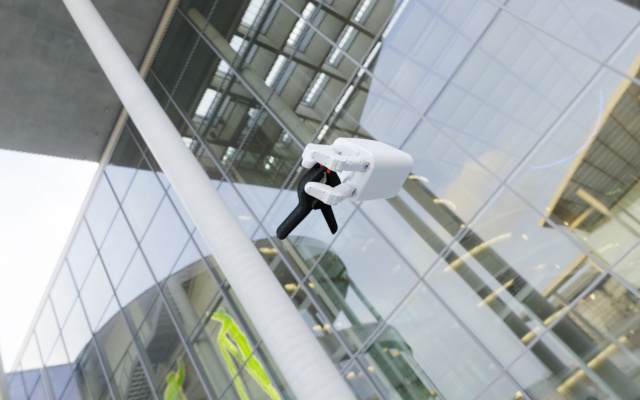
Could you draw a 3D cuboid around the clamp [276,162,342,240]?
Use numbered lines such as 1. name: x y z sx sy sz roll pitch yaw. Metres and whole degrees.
1. clamp: 0.000 0.002 0.838 0.120 0.171 0.039 0 40 -36
